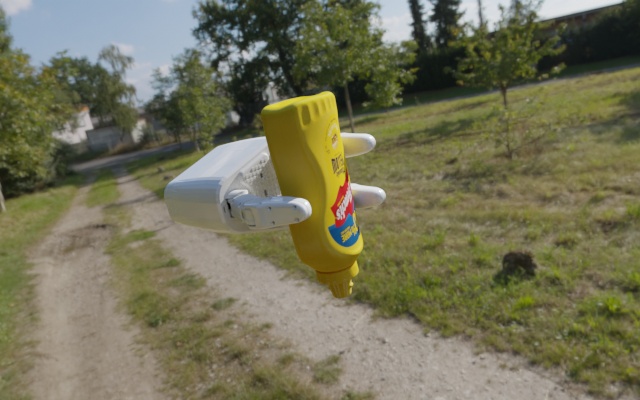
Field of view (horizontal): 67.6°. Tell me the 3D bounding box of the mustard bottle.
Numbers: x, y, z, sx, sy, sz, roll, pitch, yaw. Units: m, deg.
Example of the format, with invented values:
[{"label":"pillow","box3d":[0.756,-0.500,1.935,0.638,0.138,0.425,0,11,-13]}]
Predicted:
[{"label":"mustard bottle","box3d":[0.000,0.001,0.441,0.058,0.192,0.096,-7,15,20]}]
